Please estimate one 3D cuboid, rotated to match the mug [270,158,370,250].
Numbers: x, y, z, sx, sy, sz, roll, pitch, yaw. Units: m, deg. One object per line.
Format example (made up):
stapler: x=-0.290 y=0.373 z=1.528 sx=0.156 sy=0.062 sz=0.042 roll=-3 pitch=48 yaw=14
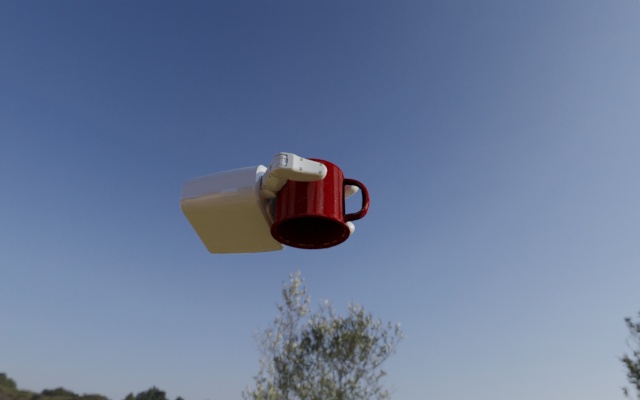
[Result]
mug: x=0.001 y=0.001 z=0.569 sx=0.117 sy=0.081 sz=0.093 roll=-8 pitch=-30 yaw=15
